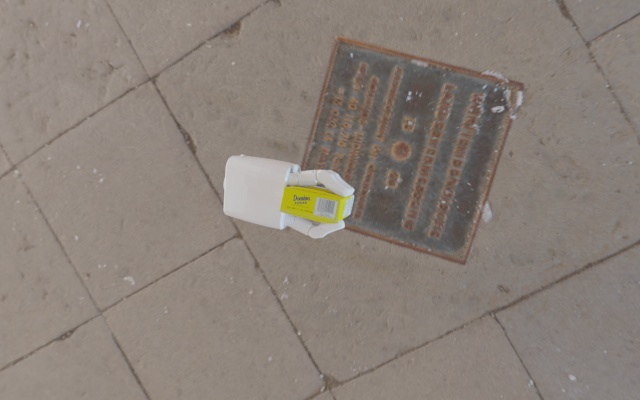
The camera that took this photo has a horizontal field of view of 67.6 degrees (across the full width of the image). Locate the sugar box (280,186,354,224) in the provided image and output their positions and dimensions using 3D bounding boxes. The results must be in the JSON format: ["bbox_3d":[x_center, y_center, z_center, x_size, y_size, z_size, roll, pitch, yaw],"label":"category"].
[{"bbox_3d":[0.000,0.002,0.806,0.093,0.048,0.176,13,8,9],"label":"sugar box"}]
